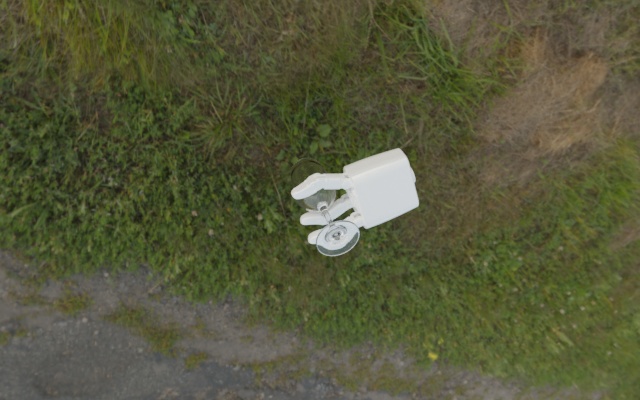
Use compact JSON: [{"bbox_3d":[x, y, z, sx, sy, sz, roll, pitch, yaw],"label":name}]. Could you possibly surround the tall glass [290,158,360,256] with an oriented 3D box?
[{"bbox_3d":[0.000,0.003,0.841,0.079,0.079,0.201,0,36,-21],"label":"tall glass"}]
